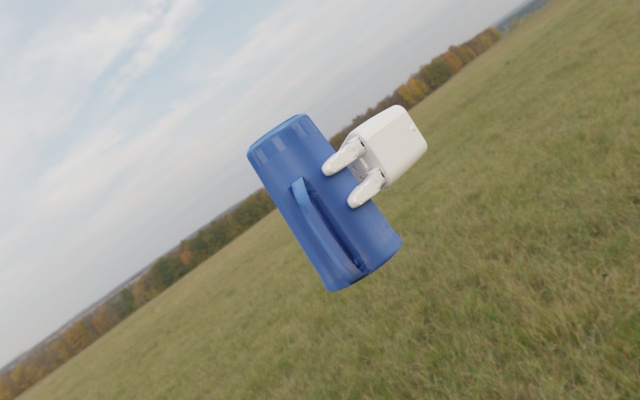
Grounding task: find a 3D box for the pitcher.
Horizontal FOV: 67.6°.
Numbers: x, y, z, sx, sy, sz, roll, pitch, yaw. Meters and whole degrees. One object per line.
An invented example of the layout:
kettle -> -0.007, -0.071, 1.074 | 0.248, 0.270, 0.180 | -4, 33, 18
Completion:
pitcher -> 0.000, 0.002, 0.686 | 0.145, 0.243, 0.149 | -37, 5, -31
